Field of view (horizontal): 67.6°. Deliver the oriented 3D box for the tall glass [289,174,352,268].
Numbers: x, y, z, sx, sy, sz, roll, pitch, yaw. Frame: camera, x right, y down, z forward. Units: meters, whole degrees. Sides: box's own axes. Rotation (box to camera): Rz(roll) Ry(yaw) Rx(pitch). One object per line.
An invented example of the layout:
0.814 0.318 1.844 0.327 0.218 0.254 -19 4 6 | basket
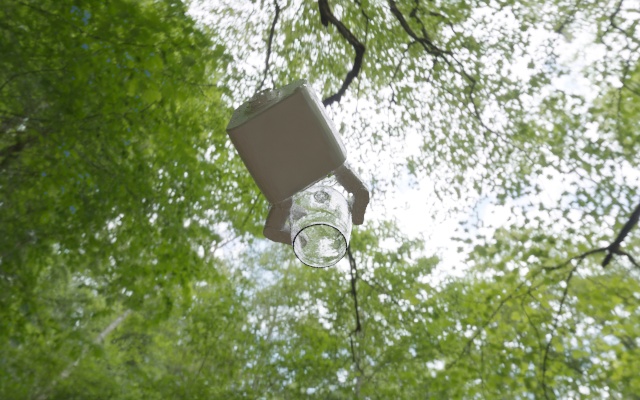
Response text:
0.000 0.002 0.620 0.079 0.079 0.201 0 30 0 | tall glass
